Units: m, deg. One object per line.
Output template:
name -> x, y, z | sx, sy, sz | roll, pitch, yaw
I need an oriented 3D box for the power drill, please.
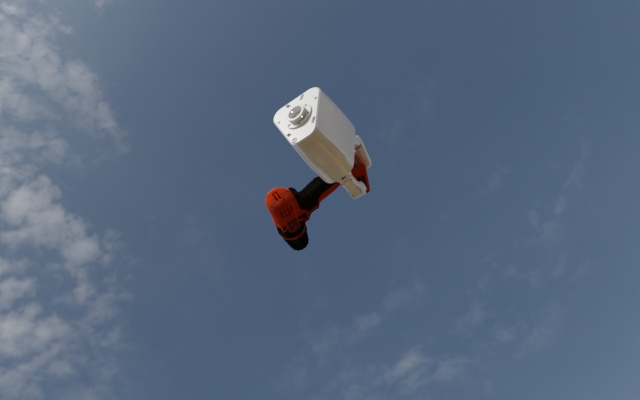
power drill -> 0.000, 0.002, 0.865 | 0.187, 0.057, 0.184 | -36, -29, -10
